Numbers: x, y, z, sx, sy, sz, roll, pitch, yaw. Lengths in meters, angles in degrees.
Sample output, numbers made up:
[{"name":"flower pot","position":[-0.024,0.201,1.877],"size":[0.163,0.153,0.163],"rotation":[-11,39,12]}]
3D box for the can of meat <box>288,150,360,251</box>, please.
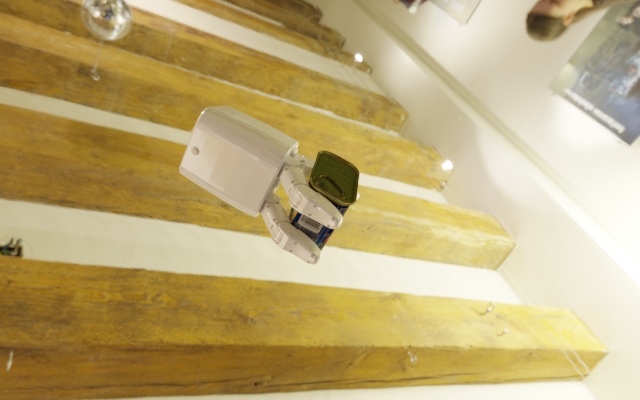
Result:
[{"name":"can of meat","position":[0.000,0.002,0.569],"size":[0.057,0.084,0.102],"rotation":[27,30,-7]}]
